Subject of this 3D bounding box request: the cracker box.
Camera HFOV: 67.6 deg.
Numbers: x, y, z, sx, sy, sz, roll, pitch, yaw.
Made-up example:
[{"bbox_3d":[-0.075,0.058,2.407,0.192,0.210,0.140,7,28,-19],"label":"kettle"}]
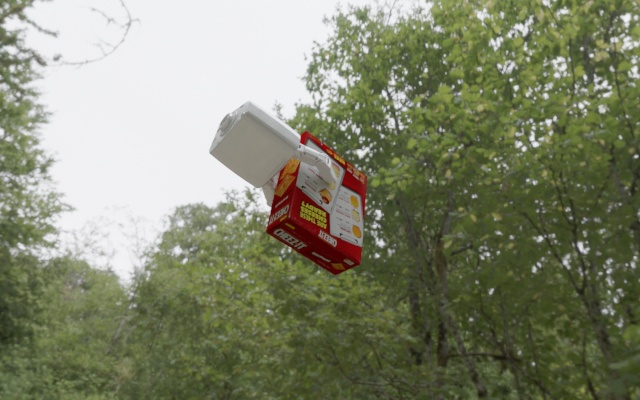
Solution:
[{"bbox_3d":[0.000,0.003,0.861,0.164,0.213,0.072,35,-47,-26],"label":"cracker box"}]
